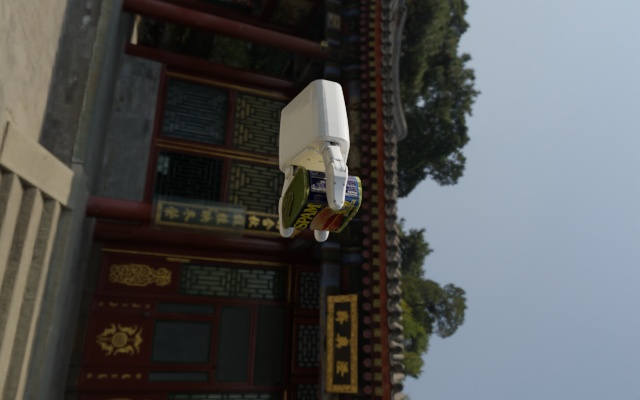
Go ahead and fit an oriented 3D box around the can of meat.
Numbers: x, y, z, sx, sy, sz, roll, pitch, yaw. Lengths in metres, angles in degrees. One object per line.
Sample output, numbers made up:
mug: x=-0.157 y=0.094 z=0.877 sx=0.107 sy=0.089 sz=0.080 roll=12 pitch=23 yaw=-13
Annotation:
can of meat: x=0.000 y=0.002 z=0.664 sx=0.084 sy=0.057 sz=0.102 roll=7 pitch=-33 yaw=-20
